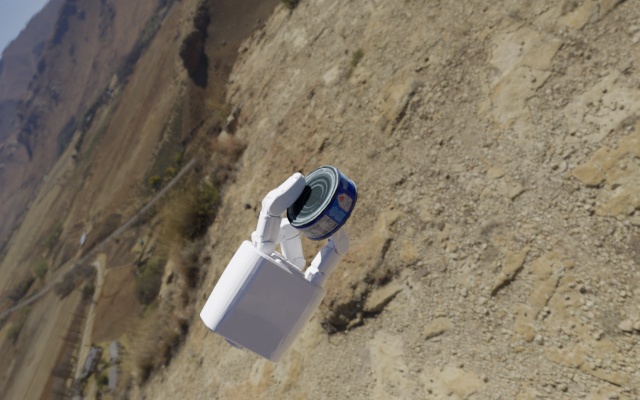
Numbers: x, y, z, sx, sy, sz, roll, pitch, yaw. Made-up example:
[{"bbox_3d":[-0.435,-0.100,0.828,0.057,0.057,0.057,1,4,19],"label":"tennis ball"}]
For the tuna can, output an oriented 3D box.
[{"bbox_3d":[0.000,0.001,0.558,0.034,0.086,0.086,38,-22,-31],"label":"tuna can"}]
